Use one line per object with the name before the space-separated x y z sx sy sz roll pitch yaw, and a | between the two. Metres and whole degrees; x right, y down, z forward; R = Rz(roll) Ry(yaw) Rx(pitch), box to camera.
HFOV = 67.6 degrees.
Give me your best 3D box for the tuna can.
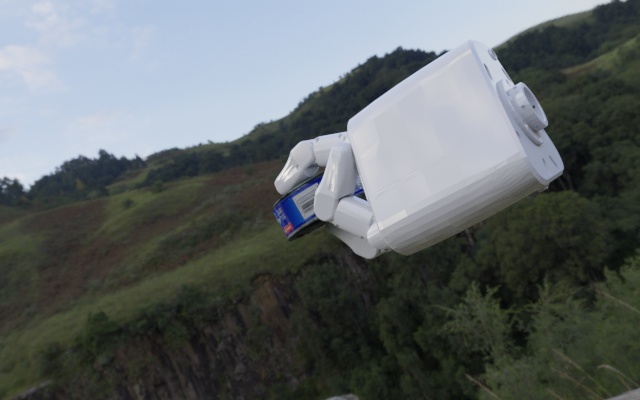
tuna can | 0.000 0.001 0.436 0.086 0.033 0.086 -30 -7 -4
